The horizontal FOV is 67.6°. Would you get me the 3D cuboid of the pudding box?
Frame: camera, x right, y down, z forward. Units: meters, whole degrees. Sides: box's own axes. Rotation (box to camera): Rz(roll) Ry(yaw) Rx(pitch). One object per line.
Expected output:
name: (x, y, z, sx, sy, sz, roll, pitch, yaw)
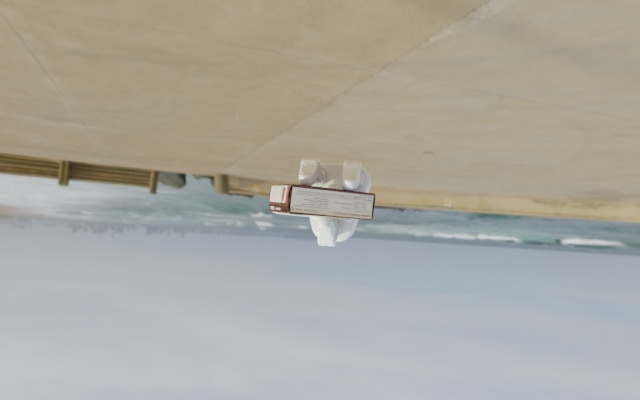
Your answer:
pudding box: (0.000, 0.002, 0.605, 0.113, 0.039, 0.090, 4, -1, -21)
